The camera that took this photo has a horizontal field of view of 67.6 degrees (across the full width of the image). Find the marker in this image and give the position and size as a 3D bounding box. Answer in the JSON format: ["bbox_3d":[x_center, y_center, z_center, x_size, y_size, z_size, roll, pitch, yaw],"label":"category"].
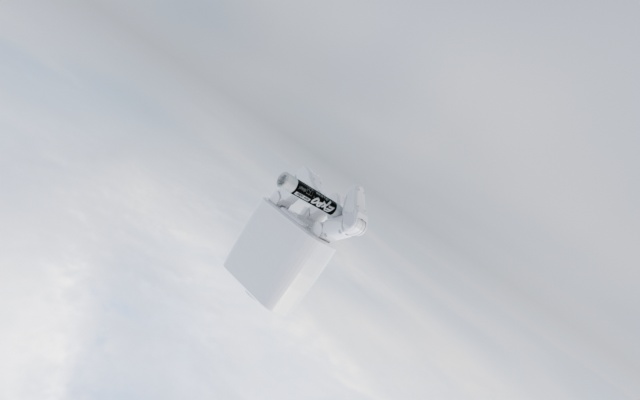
[{"bbox_3d":[0.000,0.002,0.545,0.121,0.020,0.020,31,-20,-38],"label":"marker"}]
